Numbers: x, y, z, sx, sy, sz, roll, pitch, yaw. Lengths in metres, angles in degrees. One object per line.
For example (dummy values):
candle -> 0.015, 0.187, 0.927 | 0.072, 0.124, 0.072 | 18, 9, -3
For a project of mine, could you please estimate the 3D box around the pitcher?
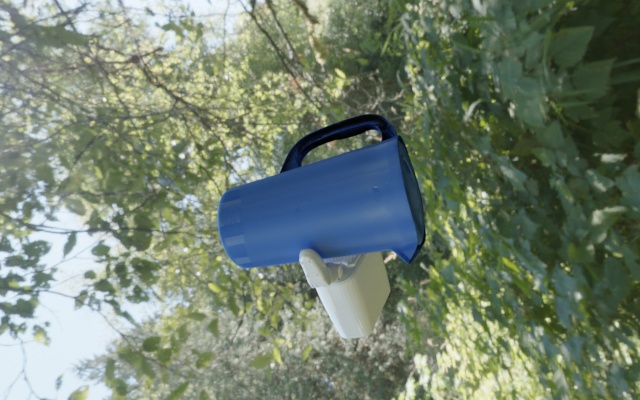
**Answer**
pitcher -> 0.000, 0.002, 0.593 | 0.243, 0.145, 0.149 | -12, 31, 17
